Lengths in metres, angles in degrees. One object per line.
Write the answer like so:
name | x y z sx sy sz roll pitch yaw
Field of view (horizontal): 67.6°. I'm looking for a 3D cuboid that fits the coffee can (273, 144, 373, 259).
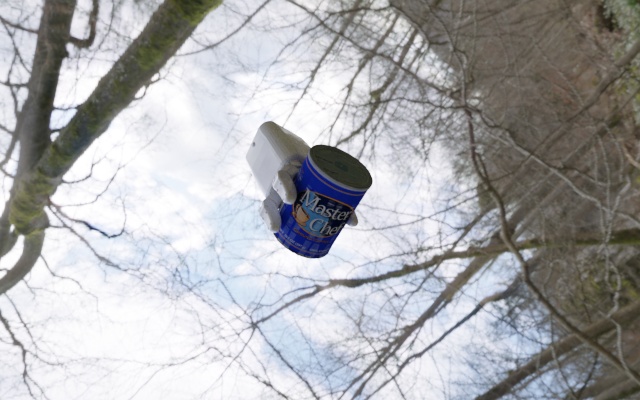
coffee can | 0.000 0.002 0.714 0.103 0.140 0.102 22 30 -14
